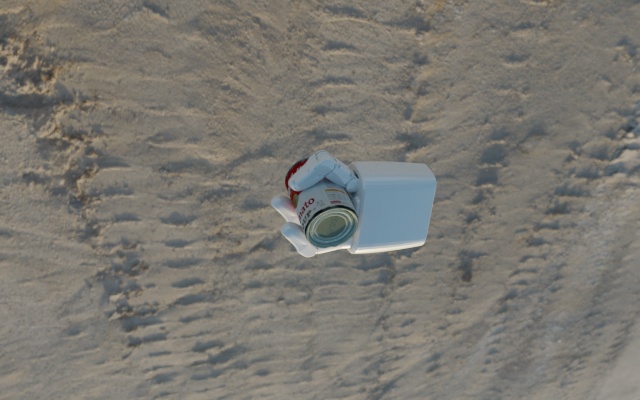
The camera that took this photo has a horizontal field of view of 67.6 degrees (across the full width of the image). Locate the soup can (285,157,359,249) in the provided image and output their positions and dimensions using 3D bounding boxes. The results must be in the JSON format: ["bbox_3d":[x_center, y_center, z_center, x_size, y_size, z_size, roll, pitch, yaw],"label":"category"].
[{"bbox_3d":[0.000,0.002,0.593,0.068,0.068,0.102,0,39,-21],"label":"soup can"}]
